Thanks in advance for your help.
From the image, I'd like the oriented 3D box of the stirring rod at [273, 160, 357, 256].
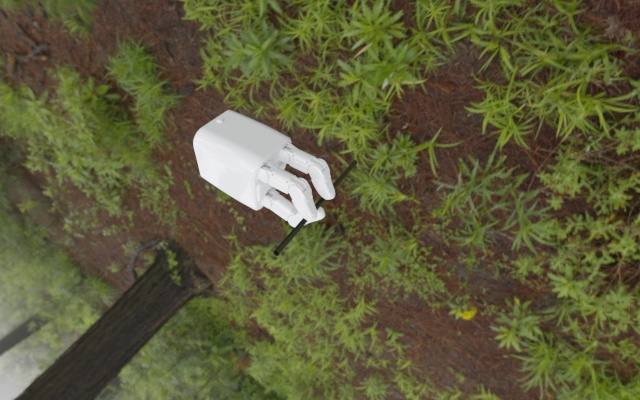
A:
[{"bbox_3d":[0.000,0.002,0.682,0.011,0.011,0.239,0,32,33],"label":"stirring rod"}]
